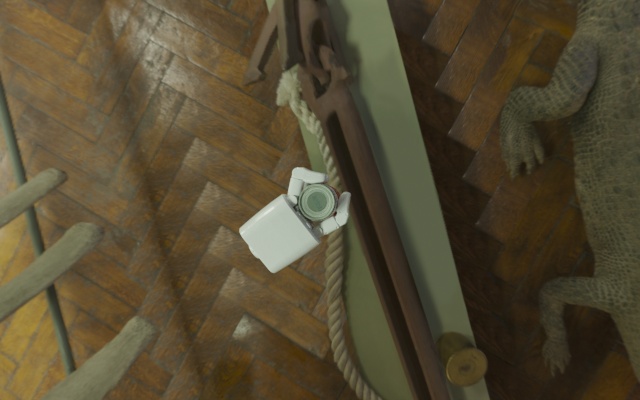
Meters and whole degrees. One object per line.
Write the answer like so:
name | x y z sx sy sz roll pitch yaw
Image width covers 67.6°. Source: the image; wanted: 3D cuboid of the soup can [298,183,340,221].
soup can | 0.001 0.003 0.884 0.068 0.068 0.102 0 -1 8
